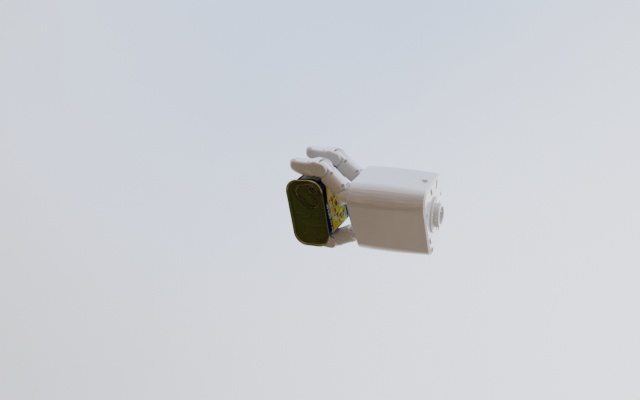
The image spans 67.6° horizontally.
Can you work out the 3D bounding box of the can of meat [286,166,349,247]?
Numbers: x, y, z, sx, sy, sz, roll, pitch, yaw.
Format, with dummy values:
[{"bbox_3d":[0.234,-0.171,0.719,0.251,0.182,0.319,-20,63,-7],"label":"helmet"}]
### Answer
[{"bbox_3d":[0.000,0.002,0.697,0.057,0.102,0.084,3,26,28],"label":"can of meat"}]
